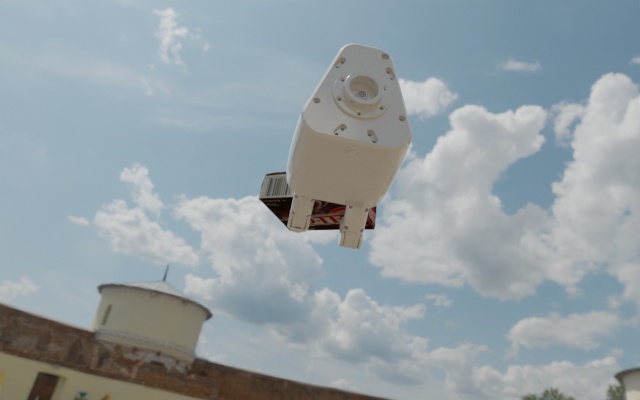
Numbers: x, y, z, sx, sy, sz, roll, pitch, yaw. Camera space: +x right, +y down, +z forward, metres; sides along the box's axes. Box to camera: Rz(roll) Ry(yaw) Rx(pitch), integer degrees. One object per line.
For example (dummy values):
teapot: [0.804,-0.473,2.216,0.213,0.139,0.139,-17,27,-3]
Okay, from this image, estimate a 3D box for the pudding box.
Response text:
pudding box: [0.000,0.002,0.548,0.113,0.039,0.090,0,-28,22]
